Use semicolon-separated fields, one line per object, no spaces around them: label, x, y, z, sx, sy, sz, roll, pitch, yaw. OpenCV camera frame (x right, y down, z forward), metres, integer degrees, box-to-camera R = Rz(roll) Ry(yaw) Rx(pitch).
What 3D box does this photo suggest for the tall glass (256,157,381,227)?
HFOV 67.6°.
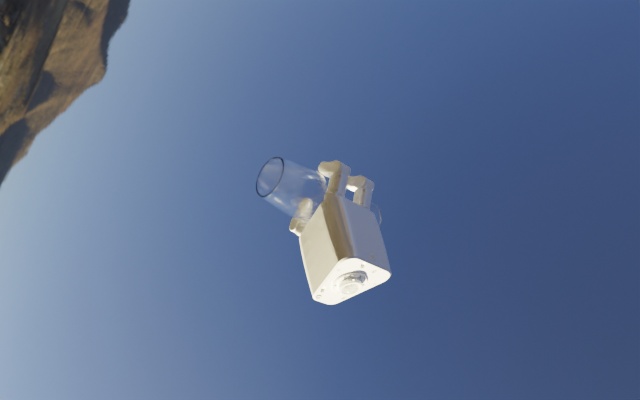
tall glass;0.001;0.003;0.727;0.201;0.079;0.079;27;-17;-36
